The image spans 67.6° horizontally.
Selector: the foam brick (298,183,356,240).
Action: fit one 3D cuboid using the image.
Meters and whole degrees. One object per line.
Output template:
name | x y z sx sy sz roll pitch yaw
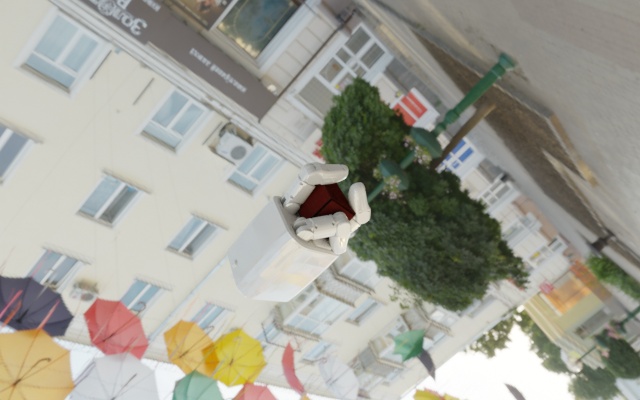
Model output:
foam brick | 0.000 0.002 0.631 0.053 0.051 0.078 32 19 -39
